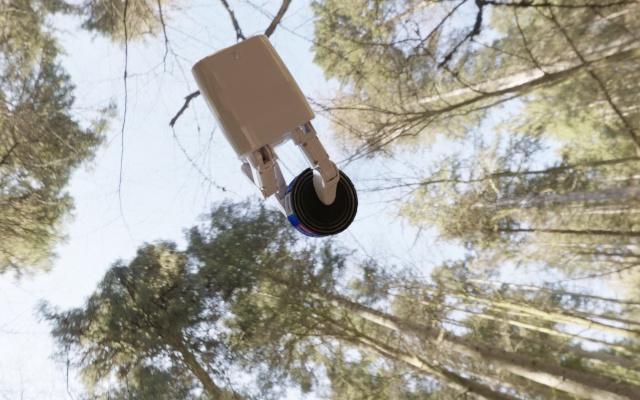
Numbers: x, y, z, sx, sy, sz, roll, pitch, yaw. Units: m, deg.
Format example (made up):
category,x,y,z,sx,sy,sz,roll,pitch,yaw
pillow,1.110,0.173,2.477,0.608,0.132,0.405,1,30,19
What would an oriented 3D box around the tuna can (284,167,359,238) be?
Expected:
category,x,y,z,sx,sy,sz,roll,pitch,yaw
tuna can,0.000,0.002,0.573,0.086,0.086,0.034,0,-11,-22
